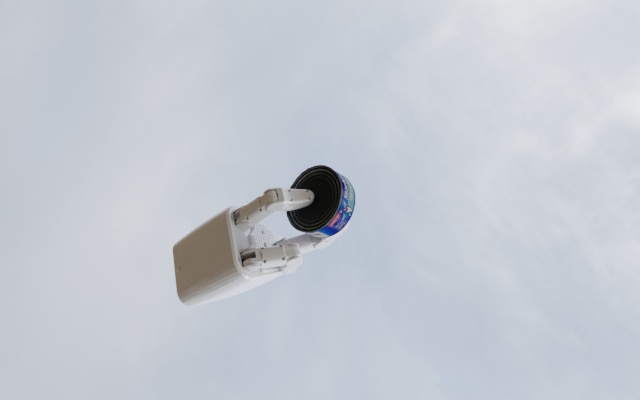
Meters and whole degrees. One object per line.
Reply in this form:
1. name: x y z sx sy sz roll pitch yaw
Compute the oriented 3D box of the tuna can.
1. tuna can: 0.000 0.002 0.588 0.086 0.086 0.034 0 -17 39
